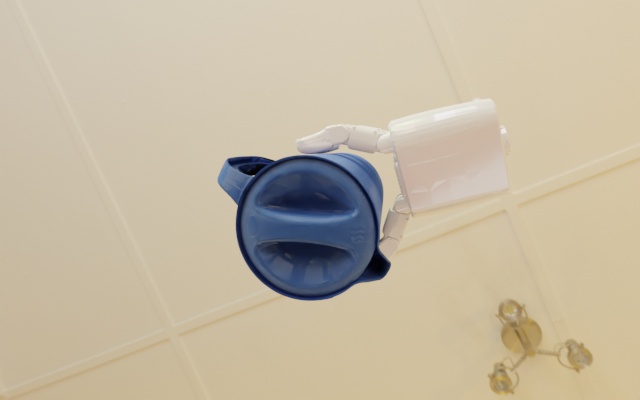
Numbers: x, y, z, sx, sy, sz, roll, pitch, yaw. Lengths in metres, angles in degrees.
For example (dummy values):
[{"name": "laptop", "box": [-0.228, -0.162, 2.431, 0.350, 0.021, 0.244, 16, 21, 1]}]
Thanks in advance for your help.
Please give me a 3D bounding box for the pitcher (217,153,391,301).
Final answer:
[{"name": "pitcher", "box": [0.000, 0.002, 0.535, 0.145, 0.149, 0.243, -16, 6, 13]}]
